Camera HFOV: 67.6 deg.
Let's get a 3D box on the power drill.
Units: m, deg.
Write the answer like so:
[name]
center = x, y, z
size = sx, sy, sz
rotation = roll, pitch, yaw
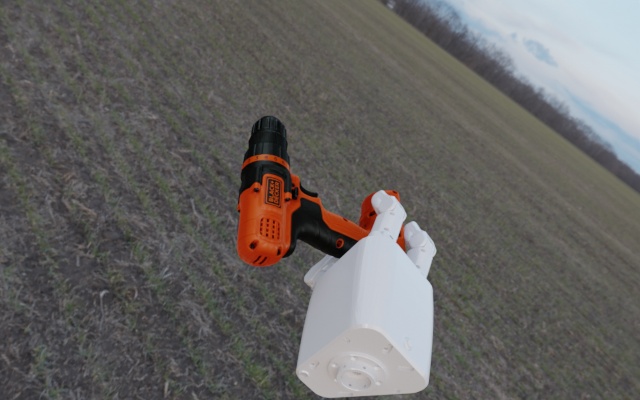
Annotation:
[power drill]
center = 0.001, 0.002, 0.529
size = 0.188, 0.184, 0.057
rotation = 17, -37, -23
